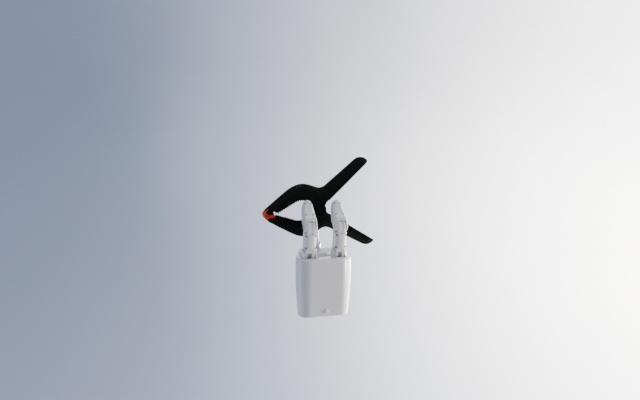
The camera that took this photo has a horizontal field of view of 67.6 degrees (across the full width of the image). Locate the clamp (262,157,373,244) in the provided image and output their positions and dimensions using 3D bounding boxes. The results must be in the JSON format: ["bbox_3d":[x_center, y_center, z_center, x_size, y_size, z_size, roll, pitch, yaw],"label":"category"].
[{"bbox_3d":[-0.001,0.003,0.868,0.210,0.164,0.036,-1,7,-17],"label":"clamp"}]
